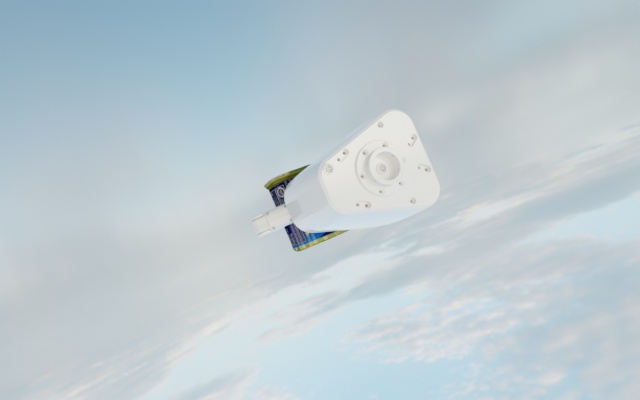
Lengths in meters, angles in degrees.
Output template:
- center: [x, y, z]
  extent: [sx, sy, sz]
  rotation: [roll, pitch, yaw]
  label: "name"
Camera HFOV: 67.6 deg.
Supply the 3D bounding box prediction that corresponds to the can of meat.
- center: [0.000, 0.002, 0.541]
  extent: [0.102, 0.084, 0.057]
  rotation: [-22, -3, -24]
  label: "can of meat"
